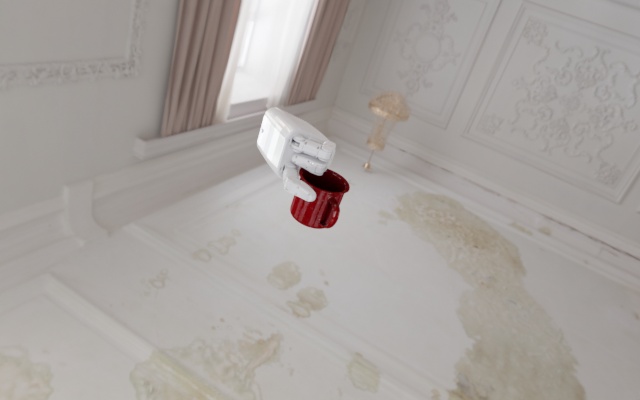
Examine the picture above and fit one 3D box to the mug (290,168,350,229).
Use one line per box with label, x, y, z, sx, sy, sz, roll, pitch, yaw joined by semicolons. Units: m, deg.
mug;0.001;0.004;0.835;0.093;0.081;0.117;1;34;-33
